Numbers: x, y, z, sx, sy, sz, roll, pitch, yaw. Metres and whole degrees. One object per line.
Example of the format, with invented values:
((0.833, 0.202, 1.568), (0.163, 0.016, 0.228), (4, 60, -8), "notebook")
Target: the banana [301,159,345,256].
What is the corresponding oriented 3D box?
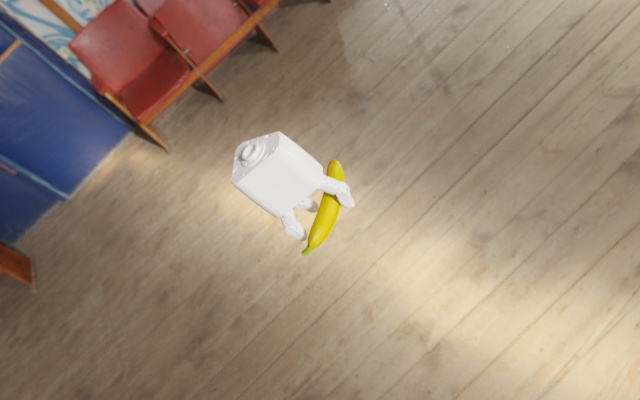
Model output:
((0.011, 0.004, 0.867), (0.037, 0.197, 0.069), (33, -25, -33), "banana")
